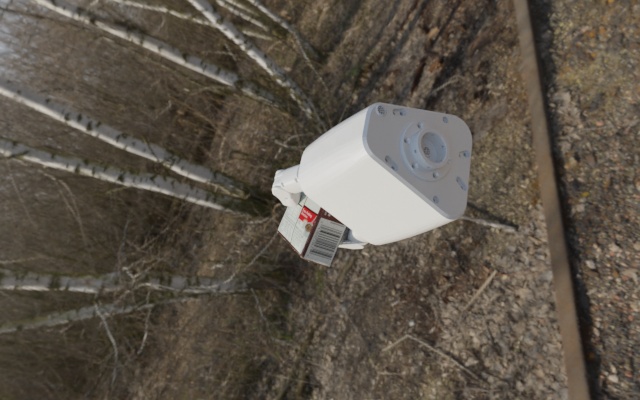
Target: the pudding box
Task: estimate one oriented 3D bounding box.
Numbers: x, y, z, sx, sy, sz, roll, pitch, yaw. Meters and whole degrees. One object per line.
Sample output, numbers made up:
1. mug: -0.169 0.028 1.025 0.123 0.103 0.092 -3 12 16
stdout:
1. pudding box: 0.000 0.002 0.512 0.039 0.113 0.090 21 5 -24
